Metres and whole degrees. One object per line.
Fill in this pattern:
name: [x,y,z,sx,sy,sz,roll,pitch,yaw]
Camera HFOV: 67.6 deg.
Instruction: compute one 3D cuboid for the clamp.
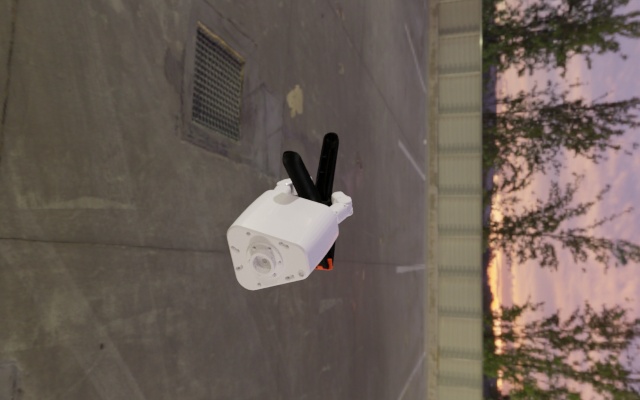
clamp: [0.001,0.003,0.723,0.036,0.210,0.164,3,24,24]
